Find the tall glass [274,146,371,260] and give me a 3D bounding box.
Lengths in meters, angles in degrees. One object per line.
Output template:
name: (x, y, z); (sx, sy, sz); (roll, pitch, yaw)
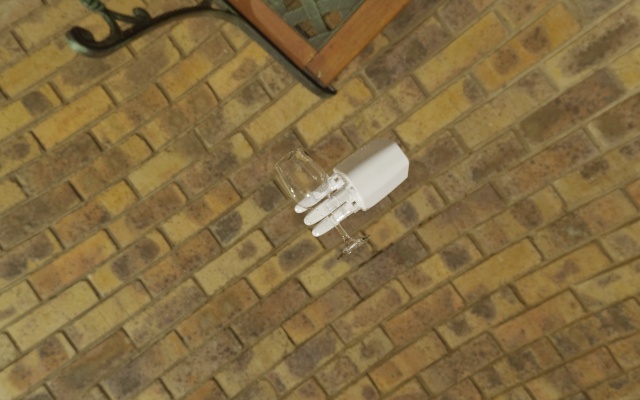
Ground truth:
tall glass: (0.000, 0.003, 0.843); (0.079, 0.201, 0.079); (-36, 0, 0)
